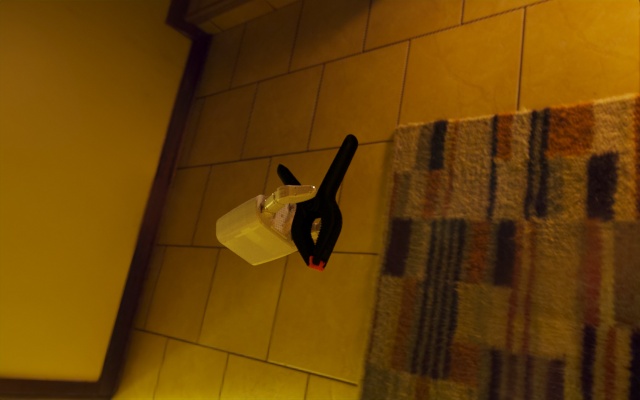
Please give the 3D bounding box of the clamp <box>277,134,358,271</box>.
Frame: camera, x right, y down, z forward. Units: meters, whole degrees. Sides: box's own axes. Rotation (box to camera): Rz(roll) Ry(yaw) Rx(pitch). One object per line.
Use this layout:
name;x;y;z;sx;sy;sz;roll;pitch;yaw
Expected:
clamp;-0.001;0.003;0.744;0.164;0.209;0.036;-27;-34;33
